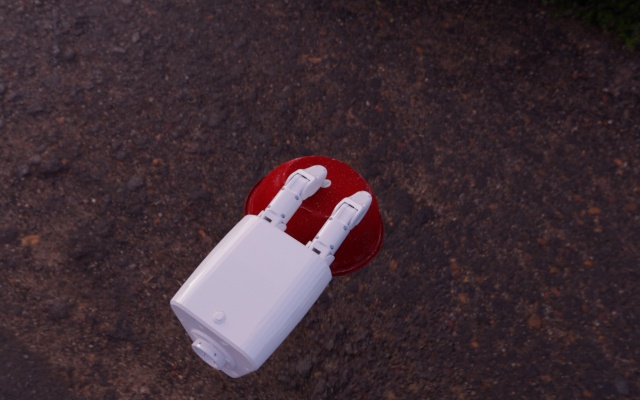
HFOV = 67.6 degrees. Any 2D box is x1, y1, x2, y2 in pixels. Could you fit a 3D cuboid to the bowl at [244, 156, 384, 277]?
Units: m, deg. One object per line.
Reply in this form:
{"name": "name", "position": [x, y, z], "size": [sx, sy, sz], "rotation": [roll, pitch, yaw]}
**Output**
{"name": "bowl", "position": [0.001, 0.001, 0.522], "size": [0.162, 0.162, 0.055], "rotation": [0, -43, -17]}
